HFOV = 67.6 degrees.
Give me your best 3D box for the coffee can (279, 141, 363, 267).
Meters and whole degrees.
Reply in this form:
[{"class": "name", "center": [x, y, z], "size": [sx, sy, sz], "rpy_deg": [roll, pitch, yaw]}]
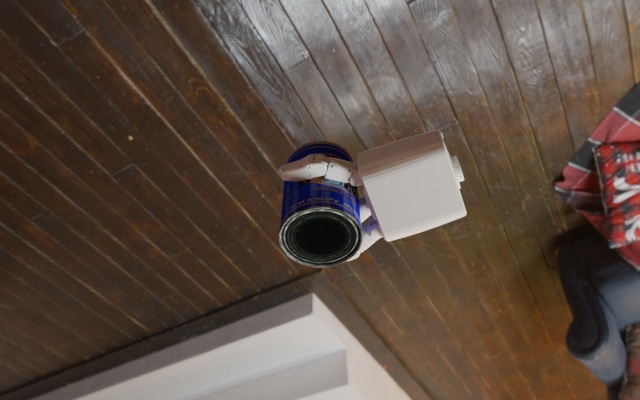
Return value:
[{"class": "coffee can", "center": [0.000, 0.002, 0.630], "size": [0.103, 0.103, 0.140], "rpy_deg": [0, 40, 0]}]
